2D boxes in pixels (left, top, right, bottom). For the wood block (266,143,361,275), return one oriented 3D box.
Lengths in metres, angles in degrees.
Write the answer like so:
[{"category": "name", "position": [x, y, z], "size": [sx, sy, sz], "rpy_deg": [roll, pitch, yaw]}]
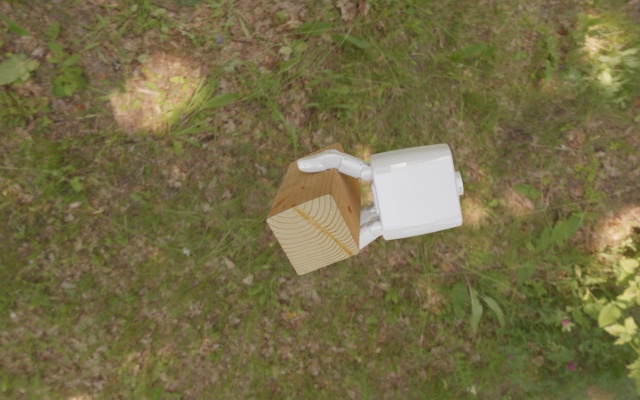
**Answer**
[{"category": "wood block", "position": [0.000, 0.002, 0.679], "size": [0.090, 0.091, 0.206], "rpy_deg": [-22, 20, 14]}]
